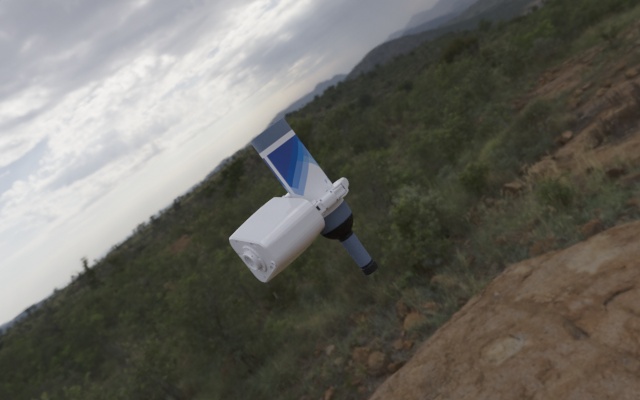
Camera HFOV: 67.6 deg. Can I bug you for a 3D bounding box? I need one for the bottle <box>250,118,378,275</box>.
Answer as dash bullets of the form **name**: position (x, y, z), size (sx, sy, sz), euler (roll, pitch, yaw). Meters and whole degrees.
- **bottle**: position (0.000, 0.002, 0.790), size (0.069, 0.296, 0.069), euler (-36, 9, 6)
